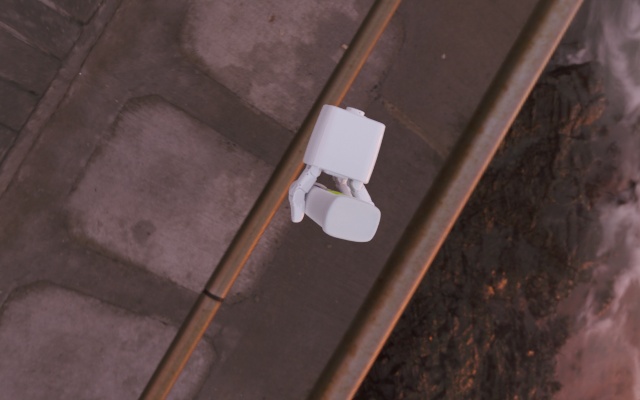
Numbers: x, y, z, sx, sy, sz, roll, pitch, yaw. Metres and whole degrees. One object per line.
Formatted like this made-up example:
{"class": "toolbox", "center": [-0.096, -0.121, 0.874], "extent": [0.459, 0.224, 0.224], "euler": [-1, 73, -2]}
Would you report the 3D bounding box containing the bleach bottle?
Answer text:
{"class": "bleach bottle", "center": [0.000, 0.003, 0.856], "extent": [0.102, 0.068, 0.250], "euler": [16, 6, -29]}
